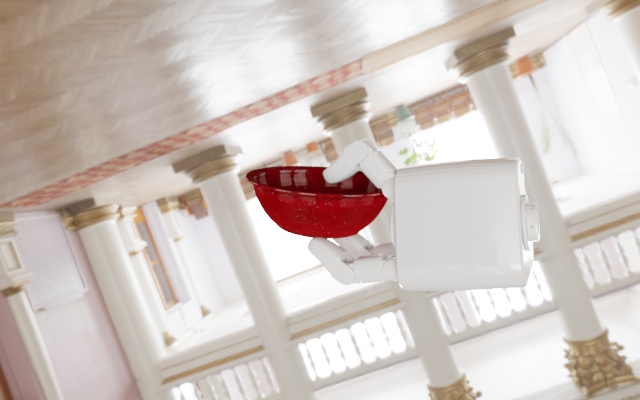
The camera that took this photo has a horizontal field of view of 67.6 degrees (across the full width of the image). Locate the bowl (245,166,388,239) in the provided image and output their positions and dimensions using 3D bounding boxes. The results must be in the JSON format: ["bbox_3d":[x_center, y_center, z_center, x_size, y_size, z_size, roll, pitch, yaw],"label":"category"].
[{"bbox_3d":[-0.001,0.002,0.514,0.162,0.055,0.162,4,13,-1],"label":"bowl"}]
